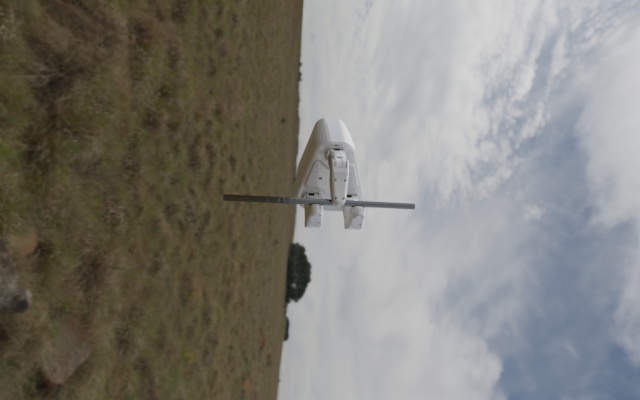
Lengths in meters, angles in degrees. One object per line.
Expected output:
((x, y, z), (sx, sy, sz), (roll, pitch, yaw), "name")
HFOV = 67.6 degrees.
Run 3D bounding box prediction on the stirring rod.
((0.000, 0.002, 0.600), (0.239, 0.011, 0.011), (3, 0, -5), "stirring rod")
